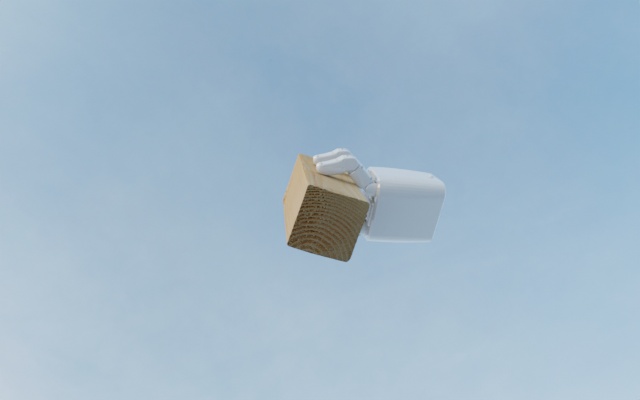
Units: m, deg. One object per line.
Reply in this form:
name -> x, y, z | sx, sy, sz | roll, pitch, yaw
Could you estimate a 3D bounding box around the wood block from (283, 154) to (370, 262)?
wood block -> 0.000, 0.003, 0.720 | 0.090, 0.091, 0.206 | 17, 14, -10
